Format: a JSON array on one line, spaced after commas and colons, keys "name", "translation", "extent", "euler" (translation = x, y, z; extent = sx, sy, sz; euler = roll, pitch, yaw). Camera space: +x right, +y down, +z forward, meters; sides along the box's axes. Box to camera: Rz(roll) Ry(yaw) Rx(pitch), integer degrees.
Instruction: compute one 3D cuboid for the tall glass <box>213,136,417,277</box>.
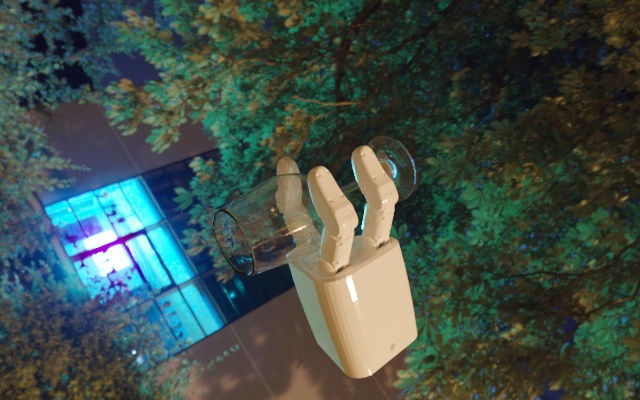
[{"name": "tall glass", "translation": [0.001, 0.001, 0.457], "extent": [0.201, 0.079, 0.079], "euler": [-25, 15, -35]}]
